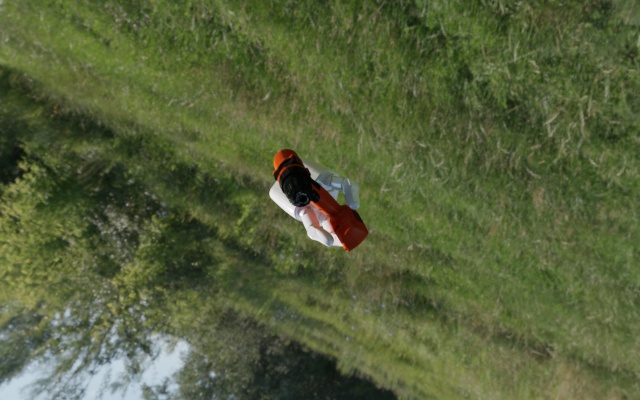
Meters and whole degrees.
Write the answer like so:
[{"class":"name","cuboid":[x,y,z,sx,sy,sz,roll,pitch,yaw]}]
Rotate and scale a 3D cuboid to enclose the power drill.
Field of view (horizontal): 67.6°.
[{"class":"power drill","cuboid":[0.000,0.003,0.808,0.188,0.057,0.184,45,10,-26]}]
